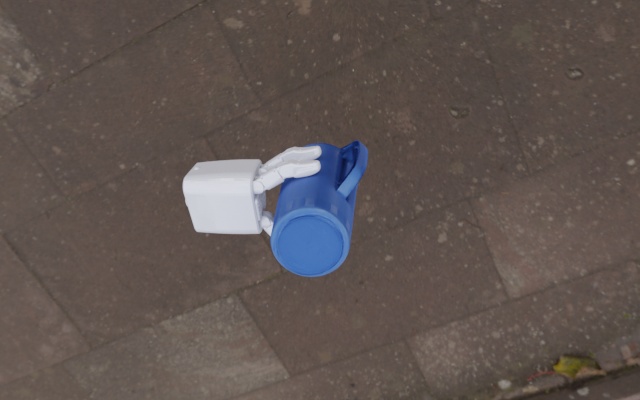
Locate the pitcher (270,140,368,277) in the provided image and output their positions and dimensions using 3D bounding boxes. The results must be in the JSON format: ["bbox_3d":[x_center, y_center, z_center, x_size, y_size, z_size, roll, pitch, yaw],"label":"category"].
[{"bbox_3d":[0.000,0.002,0.737,0.145,0.149,0.242,1,25,3],"label":"pitcher"}]
